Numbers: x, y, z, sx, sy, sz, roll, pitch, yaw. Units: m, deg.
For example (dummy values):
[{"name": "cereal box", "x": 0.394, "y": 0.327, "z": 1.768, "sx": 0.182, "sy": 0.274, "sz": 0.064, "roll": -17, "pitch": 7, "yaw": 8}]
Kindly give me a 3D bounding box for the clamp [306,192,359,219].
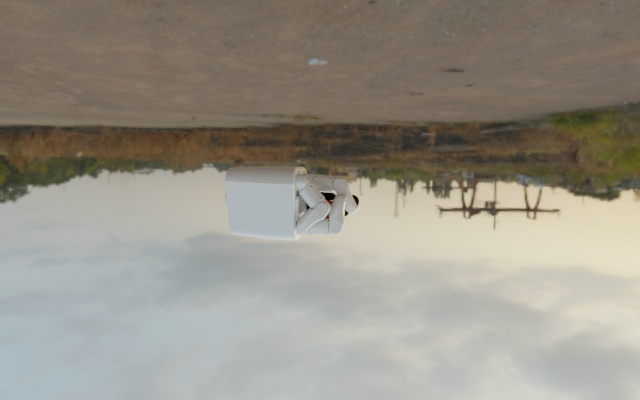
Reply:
[{"name": "clamp", "x": 0.000, "y": 0.003, "z": 0.808, "sx": 0.120, "sy": 0.039, "sz": 0.171, "roll": 3, "pitch": 4, "yaw": 9}]
